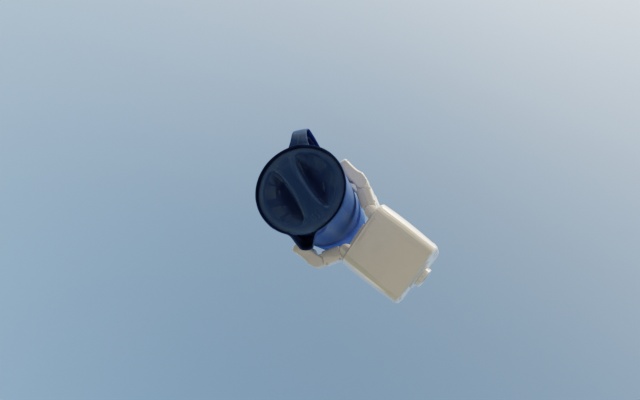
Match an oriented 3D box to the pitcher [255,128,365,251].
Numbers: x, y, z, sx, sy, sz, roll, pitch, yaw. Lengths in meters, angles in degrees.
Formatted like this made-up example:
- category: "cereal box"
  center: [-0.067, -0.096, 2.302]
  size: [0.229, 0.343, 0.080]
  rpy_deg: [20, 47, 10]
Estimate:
- category: "pitcher"
  center: [0.000, 0.003, 0.772]
  size: [0.145, 0.149, 0.243]
  rpy_deg: [37, -3, 21]
